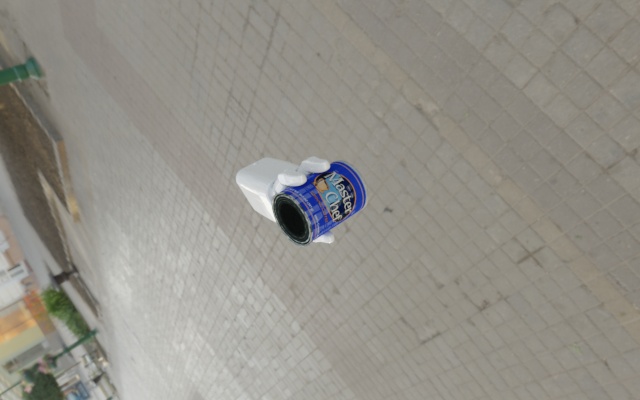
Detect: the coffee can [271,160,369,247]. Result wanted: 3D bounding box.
[{"bbox_3d":[0.000,0.003,0.838,0.140,0.103,0.103,-31,18,-33],"label":"coffee can"}]
